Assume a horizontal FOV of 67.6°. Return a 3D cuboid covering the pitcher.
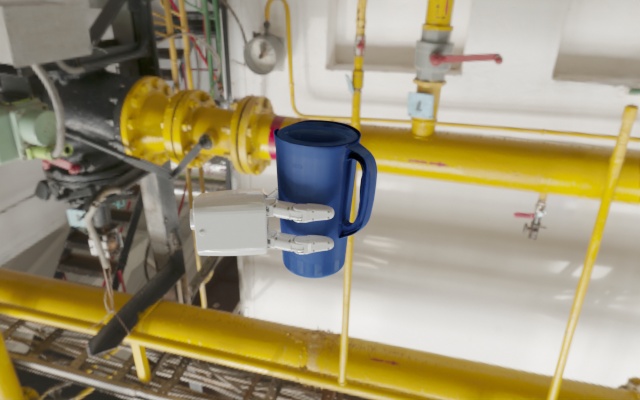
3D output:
[{"bbox_3d":[0.000,0.002,0.765,0.145,0.243,0.149,-2,26,-8],"label":"pitcher"}]
